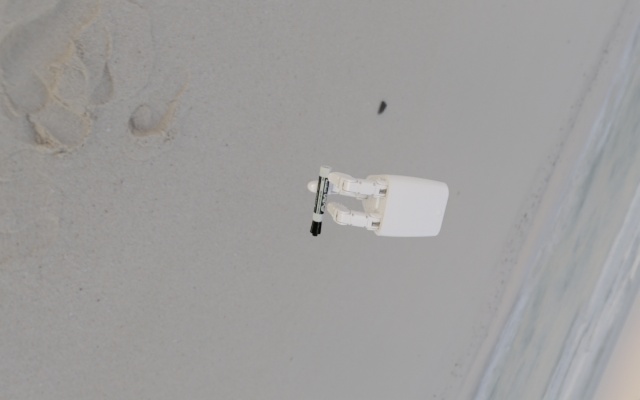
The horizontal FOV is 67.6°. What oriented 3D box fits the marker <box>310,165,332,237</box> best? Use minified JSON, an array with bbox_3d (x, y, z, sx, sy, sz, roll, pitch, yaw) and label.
[{"bbox_3d":[0.000,0.003,0.786,0.020,0.121,0.020,9,18,-3],"label":"marker"}]
